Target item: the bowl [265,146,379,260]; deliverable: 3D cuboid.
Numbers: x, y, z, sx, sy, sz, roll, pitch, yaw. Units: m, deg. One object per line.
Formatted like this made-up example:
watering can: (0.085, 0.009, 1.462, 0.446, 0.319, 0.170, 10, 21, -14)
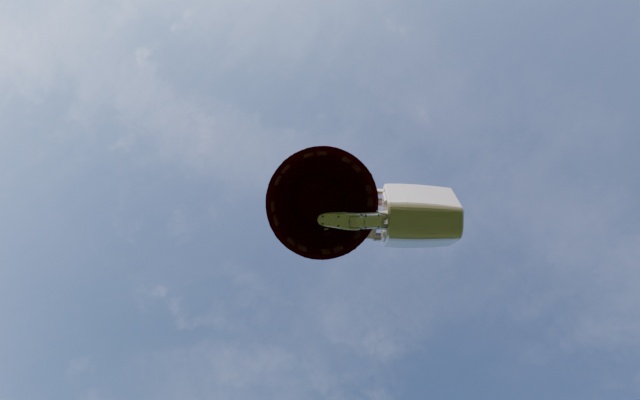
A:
bowl: (-0.001, 0.002, 0.696, 0.162, 0.162, 0.055, 0, 5, -8)
